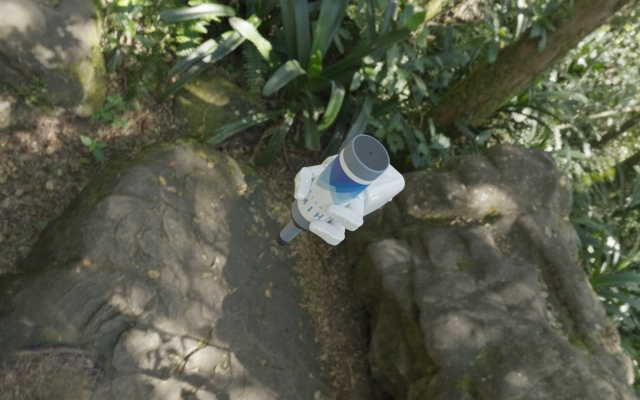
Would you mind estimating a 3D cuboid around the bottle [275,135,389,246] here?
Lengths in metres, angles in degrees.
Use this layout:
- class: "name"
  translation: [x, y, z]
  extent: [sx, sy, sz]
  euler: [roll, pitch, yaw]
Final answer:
- class: "bottle"
  translation: [0.000, 0.002, 0.797]
  extent: [0.069, 0.069, 0.296]
  euler: [0, -29, -35]
